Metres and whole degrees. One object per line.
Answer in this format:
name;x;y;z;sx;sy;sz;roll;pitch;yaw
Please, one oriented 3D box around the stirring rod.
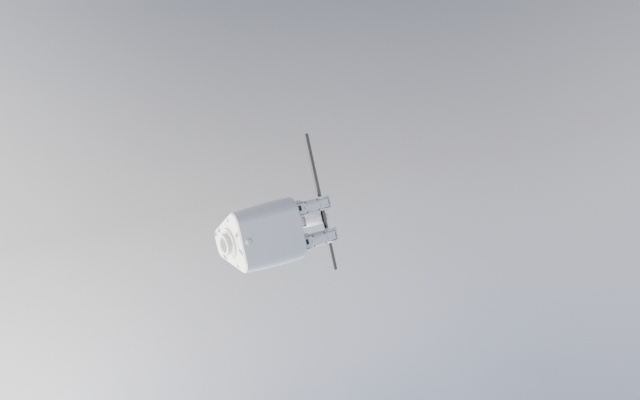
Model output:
stirring rod;0.000;0.003;0.826;0.011;0.239;0.011;-12;2;1
